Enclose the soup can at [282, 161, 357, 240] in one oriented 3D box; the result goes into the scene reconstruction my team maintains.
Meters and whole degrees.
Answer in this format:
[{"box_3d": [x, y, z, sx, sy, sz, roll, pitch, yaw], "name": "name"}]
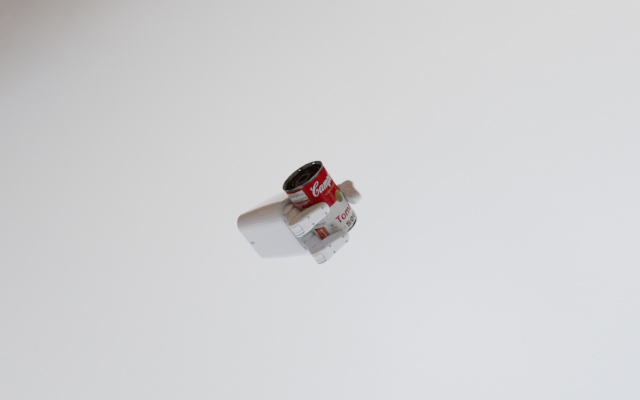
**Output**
[{"box_3d": [0.001, 0.002, 0.697, 0.068, 0.102, 0.068, -29, 24, 14], "name": "soup can"}]
